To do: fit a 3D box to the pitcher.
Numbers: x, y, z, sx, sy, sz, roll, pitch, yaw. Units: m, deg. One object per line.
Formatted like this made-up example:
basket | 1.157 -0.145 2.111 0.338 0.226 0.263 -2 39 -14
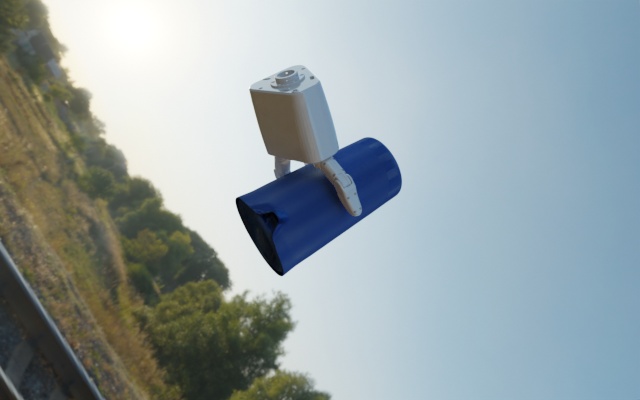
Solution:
pitcher | 0.000 0.002 0.744 0.243 0.145 0.149 -30 35 -19
